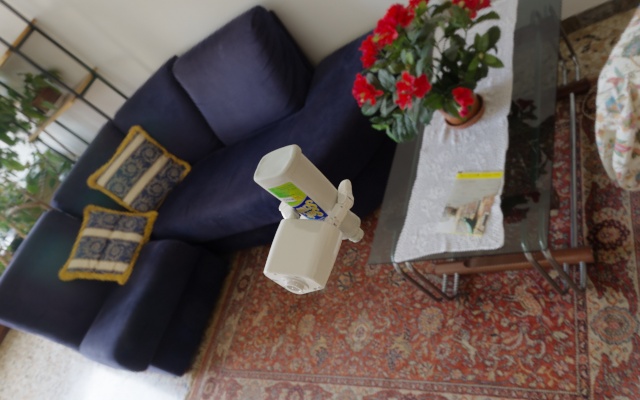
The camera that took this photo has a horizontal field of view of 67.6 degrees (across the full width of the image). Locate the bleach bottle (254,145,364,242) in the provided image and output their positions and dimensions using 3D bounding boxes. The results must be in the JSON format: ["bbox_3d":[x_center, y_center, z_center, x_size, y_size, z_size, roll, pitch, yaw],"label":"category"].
[{"bbox_3d":[0.000,0.003,0.876,0.102,0.068,0.251,-12,-41,43],"label":"bleach bottle"}]
